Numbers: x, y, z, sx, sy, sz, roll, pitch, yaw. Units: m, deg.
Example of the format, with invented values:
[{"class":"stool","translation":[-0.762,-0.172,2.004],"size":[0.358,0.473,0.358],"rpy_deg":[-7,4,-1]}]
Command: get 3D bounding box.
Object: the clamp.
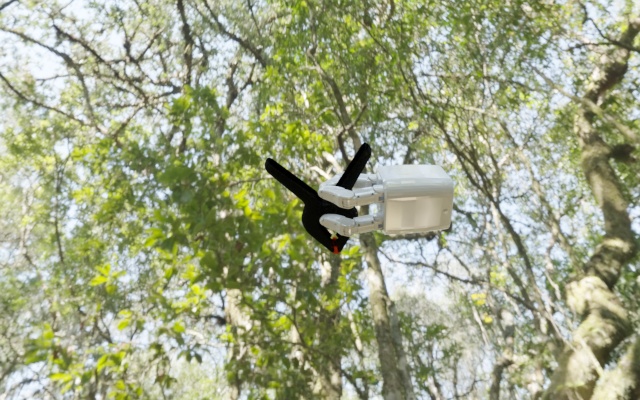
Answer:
[{"class":"clamp","translation":[0.000,0.002,0.781],"size":[0.164,0.210,0.036],"rpy_deg":[-2,37,2]}]
